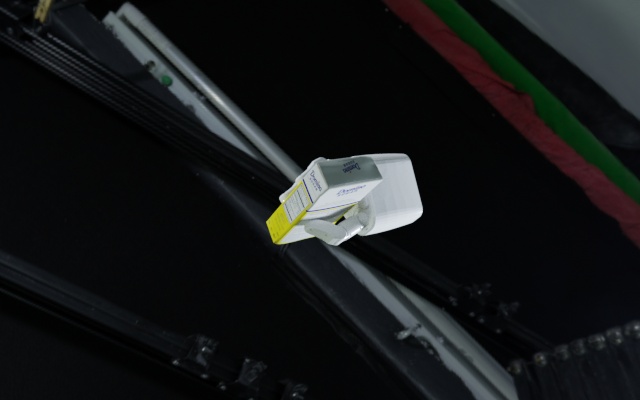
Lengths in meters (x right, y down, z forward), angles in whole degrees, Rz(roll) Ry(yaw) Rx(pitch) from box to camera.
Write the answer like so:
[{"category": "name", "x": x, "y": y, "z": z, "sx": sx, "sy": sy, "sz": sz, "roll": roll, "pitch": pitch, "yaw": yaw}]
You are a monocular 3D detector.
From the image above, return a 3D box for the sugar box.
[{"category": "sugar box", "x": 0.000, "y": 0.002, "z": 0.668, "sx": 0.093, "sy": 0.048, "sz": 0.176, "roll": -10, "pitch": -24, "yaw": -35}]
